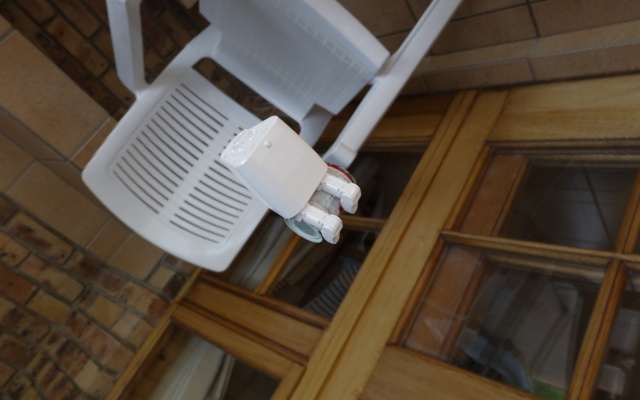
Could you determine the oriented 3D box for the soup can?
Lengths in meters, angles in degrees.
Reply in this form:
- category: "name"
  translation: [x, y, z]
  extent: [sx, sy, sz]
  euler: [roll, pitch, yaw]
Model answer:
- category: "soup can"
  translation: [0.000, 0.003, 0.707]
  extent: [0.068, 0.102, 0.068]
  euler: [27, -23, 13]
